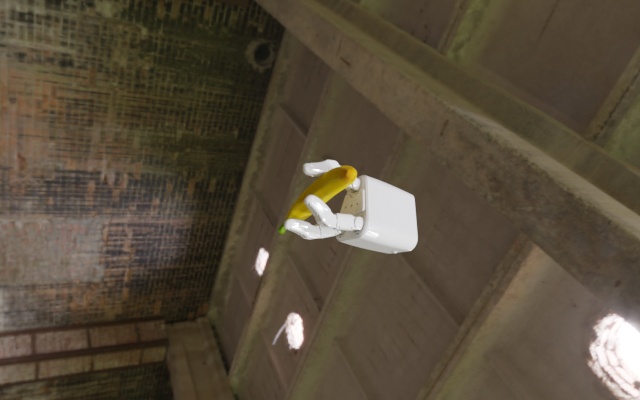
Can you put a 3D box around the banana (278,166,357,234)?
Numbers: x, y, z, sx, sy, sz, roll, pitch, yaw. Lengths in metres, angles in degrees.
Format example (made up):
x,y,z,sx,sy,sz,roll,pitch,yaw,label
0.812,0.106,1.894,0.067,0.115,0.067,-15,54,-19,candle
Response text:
x,y,z,sx,sy,sz,roll,pitch,yaw,label
0.002,-0.009,0.763,0.037,0.069,0.198,33,-46,-17,banana
